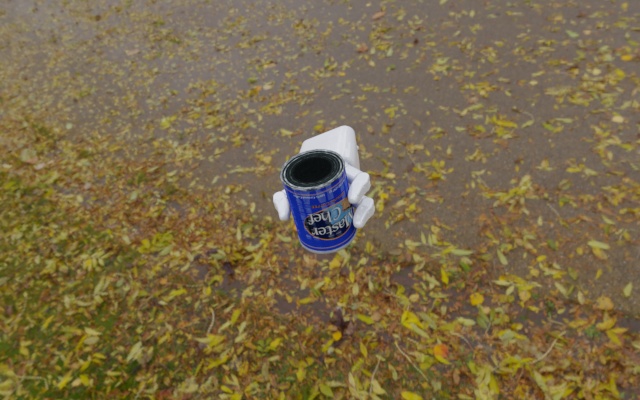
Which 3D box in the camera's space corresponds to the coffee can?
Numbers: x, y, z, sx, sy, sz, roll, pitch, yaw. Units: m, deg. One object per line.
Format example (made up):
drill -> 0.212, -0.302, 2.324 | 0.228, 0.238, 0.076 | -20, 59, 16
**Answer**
coffee can -> 0.000, 0.003, 0.777 | 0.103, 0.140, 0.102 | -8, 40, 7
